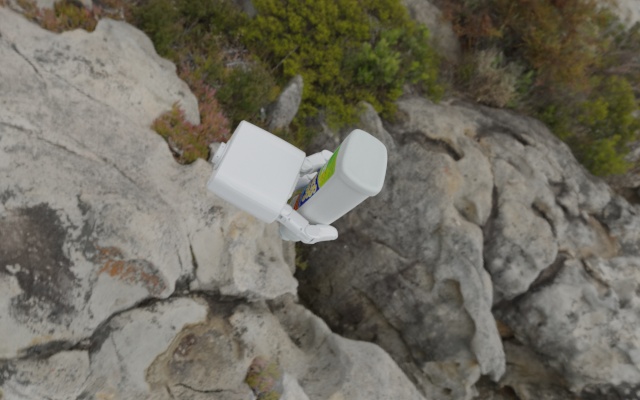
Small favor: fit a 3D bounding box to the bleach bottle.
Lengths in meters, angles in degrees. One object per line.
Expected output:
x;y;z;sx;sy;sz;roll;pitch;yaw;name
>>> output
0.000;0.002;0.725;0.068;0.102;0.251;30;-41;-15;bleach bottle
